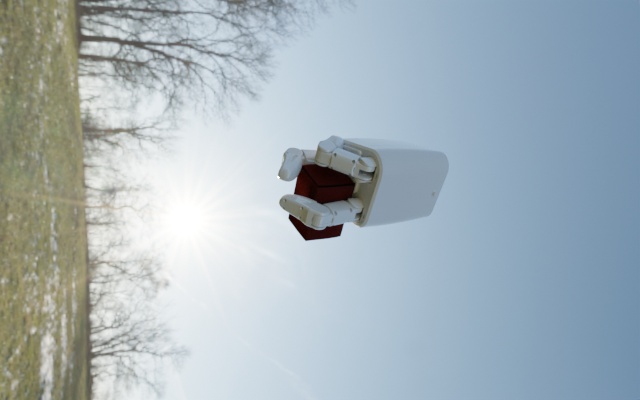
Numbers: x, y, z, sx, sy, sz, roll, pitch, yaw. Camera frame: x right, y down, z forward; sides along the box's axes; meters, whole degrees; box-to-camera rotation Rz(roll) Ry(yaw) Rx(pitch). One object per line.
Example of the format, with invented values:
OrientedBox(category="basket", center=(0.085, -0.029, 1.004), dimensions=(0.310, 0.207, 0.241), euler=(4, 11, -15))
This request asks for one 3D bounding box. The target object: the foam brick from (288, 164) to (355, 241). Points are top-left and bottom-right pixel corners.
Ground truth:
OrientedBox(category="foam brick", center=(0.000, 0.002, 0.576), dimensions=(0.051, 0.078, 0.053), euler=(-5, 36, -29))
